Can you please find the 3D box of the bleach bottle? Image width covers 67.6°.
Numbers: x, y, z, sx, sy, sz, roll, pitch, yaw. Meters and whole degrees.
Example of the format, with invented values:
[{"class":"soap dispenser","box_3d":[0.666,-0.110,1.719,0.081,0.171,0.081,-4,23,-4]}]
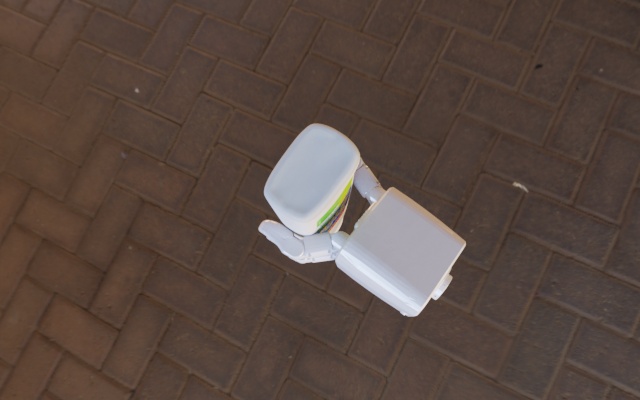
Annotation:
[{"class":"bleach bottle","box_3d":[0.000,0.002,0.579,0.068,0.102,0.251,35,-8,12]}]
